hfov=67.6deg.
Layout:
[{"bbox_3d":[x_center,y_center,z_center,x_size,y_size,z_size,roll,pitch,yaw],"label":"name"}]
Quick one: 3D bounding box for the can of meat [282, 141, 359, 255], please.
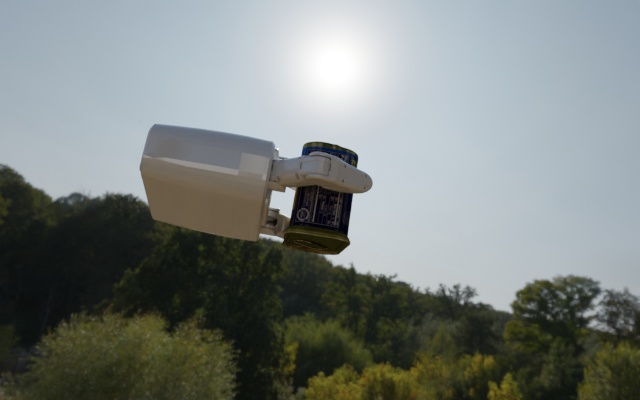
[{"bbox_3d":[0.000,0.001,0.448,0.057,0.084,0.102,10,-14,-4],"label":"can of meat"}]
